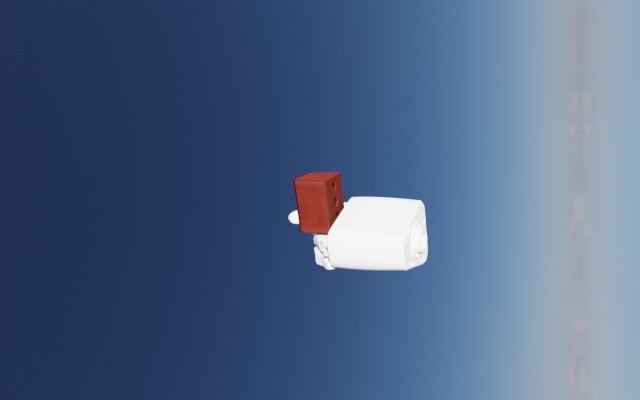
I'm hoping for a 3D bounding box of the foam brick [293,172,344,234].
[{"bbox_3d":[0.000,0.002,0.676,0.051,0.078,0.053,1,17,29],"label":"foam brick"}]
